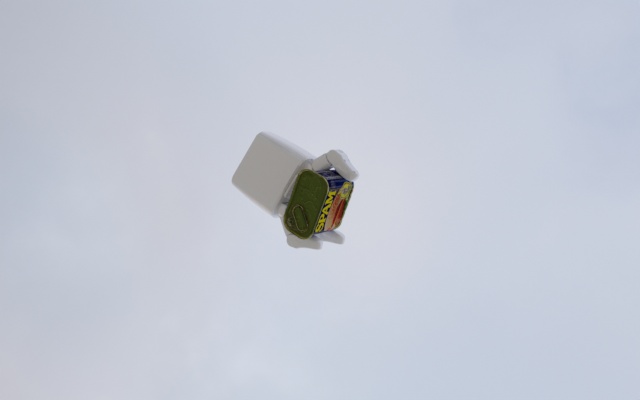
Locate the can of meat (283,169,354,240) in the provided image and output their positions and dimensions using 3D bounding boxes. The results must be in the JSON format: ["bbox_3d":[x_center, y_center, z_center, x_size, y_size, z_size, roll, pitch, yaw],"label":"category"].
[{"bbox_3d":[0.000,0.002,0.726,0.057,0.102,0.084,30,21,28],"label":"can of meat"}]
